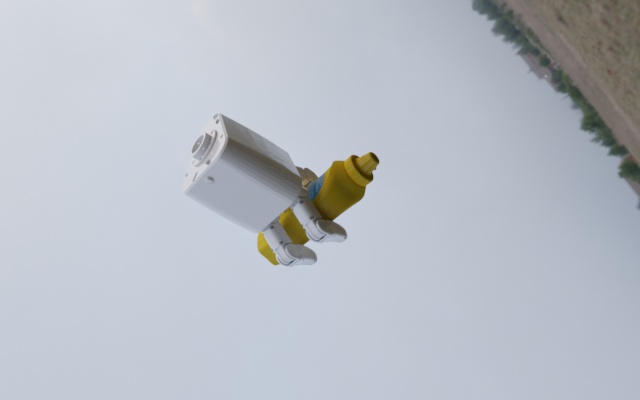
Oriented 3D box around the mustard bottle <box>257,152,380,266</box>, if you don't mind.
[{"bbox_3d":[0.000,0.002,0.616,0.192,0.058,0.096,-40,11,28],"label":"mustard bottle"}]
